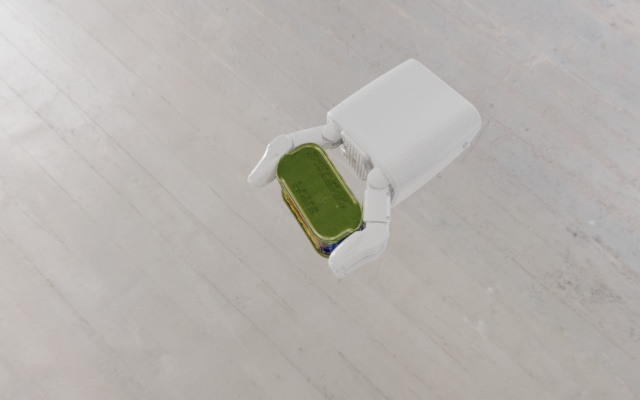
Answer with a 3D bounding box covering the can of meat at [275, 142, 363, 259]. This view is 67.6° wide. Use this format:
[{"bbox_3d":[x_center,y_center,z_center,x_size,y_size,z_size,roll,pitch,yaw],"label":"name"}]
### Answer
[{"bbox_3d":[0.000,0.001,0.469,0.057,0.102,0.084,-32,-13,-6],"label":"can of meat"}]
